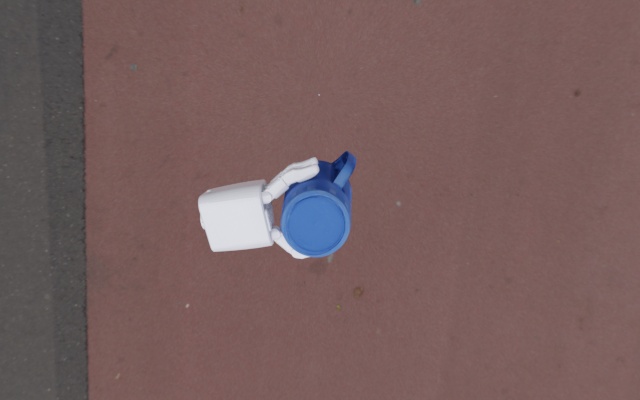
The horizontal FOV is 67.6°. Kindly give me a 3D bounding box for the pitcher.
[{"bbox_3d":[0.000,0.003,0.835,0.145,0.149,0.242,-7,12,2],"label":"pitcher"}]
